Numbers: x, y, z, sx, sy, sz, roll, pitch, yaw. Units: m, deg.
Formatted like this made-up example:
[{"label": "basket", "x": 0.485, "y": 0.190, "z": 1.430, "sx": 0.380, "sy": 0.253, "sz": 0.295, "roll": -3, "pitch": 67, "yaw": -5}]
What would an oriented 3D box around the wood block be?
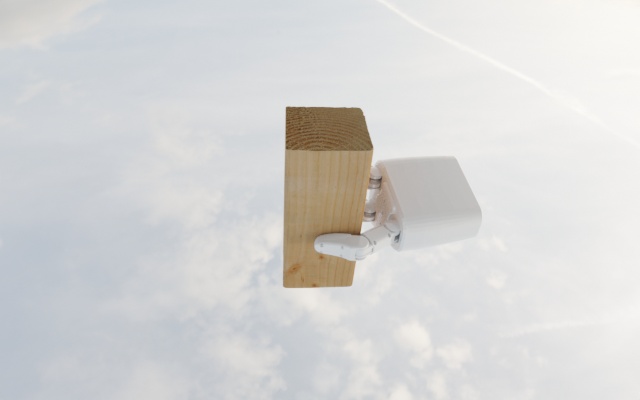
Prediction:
[{"label": "wood block", "x": 0.001, "y": 0.002, "z": 0.566, "sx": 0.090, "sy": 0.206, "sz": 0.090, "roll": 0, "pitch": 39, "yaw": -5}]
